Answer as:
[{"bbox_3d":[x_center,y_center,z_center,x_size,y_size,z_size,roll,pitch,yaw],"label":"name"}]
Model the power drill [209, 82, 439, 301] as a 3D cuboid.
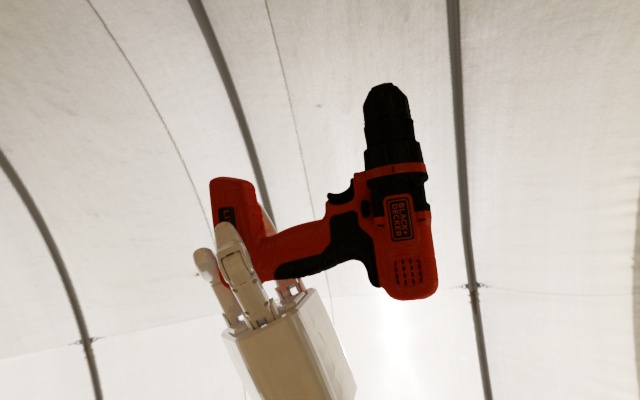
[{"bbox_3d":[0.000,0.002,0.416,0.187,0.184,0.057,-9,-8,14],"label":"power drill"}]
